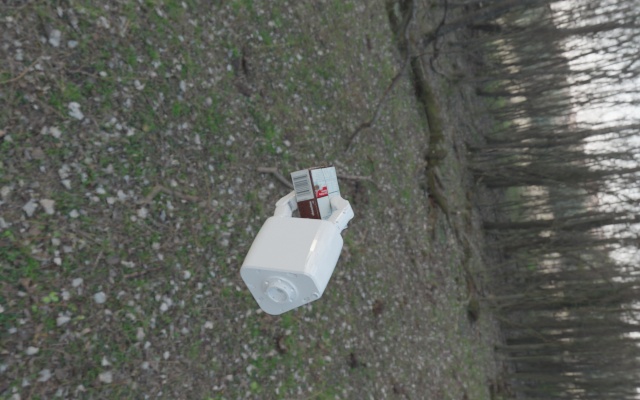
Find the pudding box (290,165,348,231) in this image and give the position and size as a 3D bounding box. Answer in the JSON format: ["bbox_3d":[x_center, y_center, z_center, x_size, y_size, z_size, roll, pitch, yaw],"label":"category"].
[{"bbox_3d":[0.000,0.002,0.761,0.039,0.113,0.090,-10,3,27],"label":"pudding box"}]
